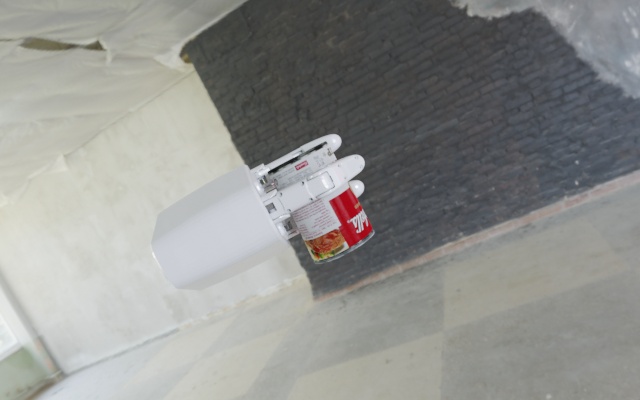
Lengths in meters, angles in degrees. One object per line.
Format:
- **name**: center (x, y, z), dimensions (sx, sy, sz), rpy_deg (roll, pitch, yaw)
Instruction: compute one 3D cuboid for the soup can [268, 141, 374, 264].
- **soup can**: center (0.000, 0.001, 0.470), dimensions (0.068, 0.102, 0.068), rpy_deg (-27, 6, 3)
